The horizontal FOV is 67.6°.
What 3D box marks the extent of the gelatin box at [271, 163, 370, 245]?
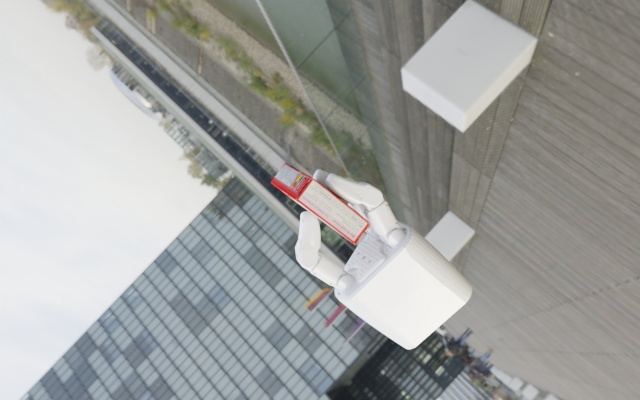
[{"bbox_3d":[0.000,0.002,0.496,0.089,0.030,0.073,37,-2,-29],"label":"gelatin box"}]
